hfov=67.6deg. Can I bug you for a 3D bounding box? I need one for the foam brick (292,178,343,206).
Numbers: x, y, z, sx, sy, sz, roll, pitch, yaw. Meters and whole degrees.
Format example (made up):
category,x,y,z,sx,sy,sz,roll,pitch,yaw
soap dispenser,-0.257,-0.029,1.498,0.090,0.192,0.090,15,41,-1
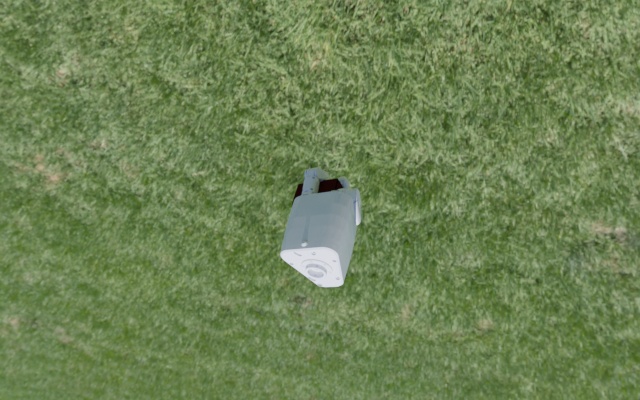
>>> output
category,x,y,z,sx,sy,sz,roll,pitch,yaw
foam brick,0.000,0.003,0.797,0.078,0.051,0.053,-8,-43,27
